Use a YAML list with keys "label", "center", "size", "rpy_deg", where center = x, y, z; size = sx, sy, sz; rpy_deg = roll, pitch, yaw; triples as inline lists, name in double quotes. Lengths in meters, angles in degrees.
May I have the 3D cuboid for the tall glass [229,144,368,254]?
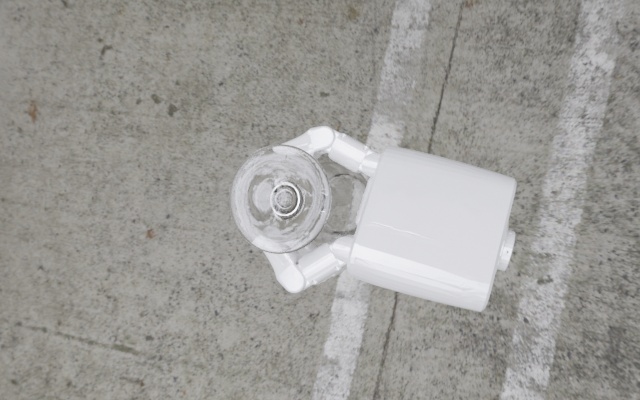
- label: "tall glass"
  center: [0.000, 0.001, 0.417]
  size: [0.079, 0.079, 0.201]
  rpy_deg: [0, -1, 16]
